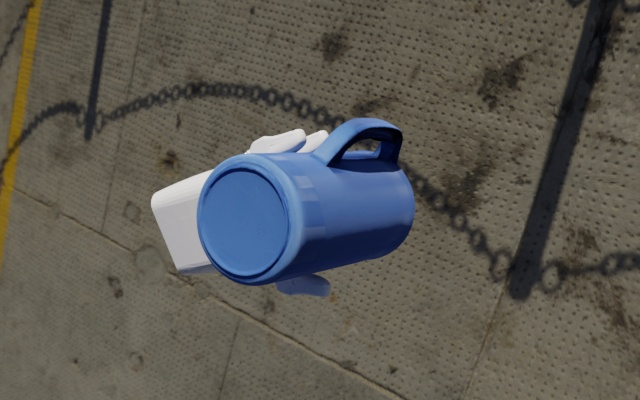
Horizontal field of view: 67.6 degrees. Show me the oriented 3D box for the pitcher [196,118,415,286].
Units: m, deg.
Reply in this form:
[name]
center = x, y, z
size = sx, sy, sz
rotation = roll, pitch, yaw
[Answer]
[pitcher]
center = 0.000, 0.002, 0.479
size = 0.145, 0.149, 0.243
rotation = -14, -4, 28
